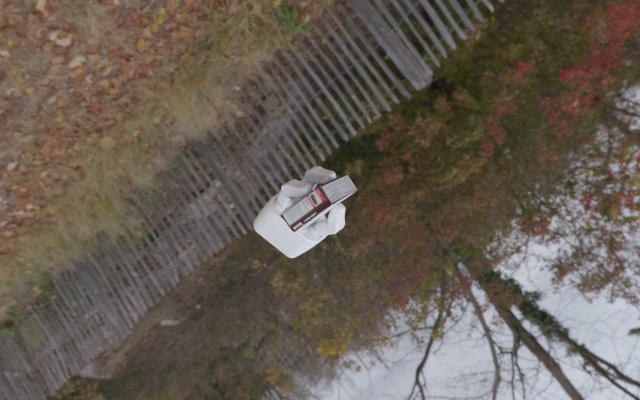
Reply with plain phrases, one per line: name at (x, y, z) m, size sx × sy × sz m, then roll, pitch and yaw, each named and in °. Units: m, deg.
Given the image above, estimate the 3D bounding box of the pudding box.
pudding box at (0.000, 0.003, 0.774) m, size 0.090 × 0.039 × 0.113 m, roll -37°, pitch -3°, yaw 27°
